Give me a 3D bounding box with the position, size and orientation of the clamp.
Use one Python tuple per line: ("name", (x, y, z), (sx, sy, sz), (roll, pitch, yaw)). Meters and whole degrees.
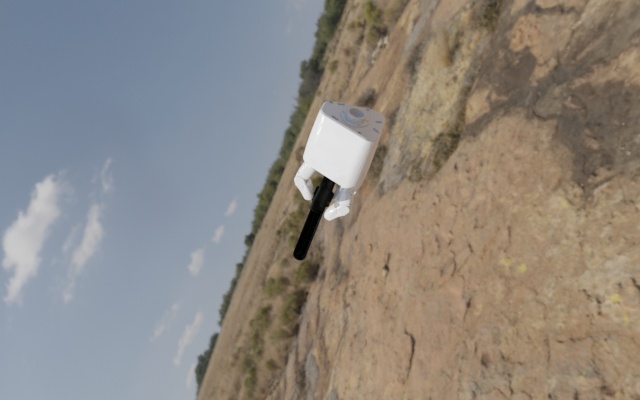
("clamp", (0.000, 0.002, 0.898), (0.036, 0.165, 0.209), (23, 43, 0))
